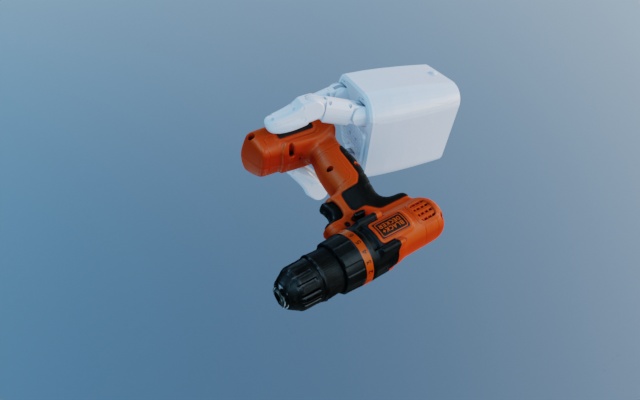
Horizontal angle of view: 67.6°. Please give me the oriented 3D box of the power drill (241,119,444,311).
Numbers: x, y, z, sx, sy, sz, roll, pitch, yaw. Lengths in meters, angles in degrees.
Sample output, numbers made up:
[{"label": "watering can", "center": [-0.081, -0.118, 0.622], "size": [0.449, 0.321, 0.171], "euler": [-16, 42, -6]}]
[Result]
[{"label": "power drill", "center": [0.000, 0.001, 0.464], "size": [0.184, 0.187, 0.057], "euler": [-23, -30, -30]}]
